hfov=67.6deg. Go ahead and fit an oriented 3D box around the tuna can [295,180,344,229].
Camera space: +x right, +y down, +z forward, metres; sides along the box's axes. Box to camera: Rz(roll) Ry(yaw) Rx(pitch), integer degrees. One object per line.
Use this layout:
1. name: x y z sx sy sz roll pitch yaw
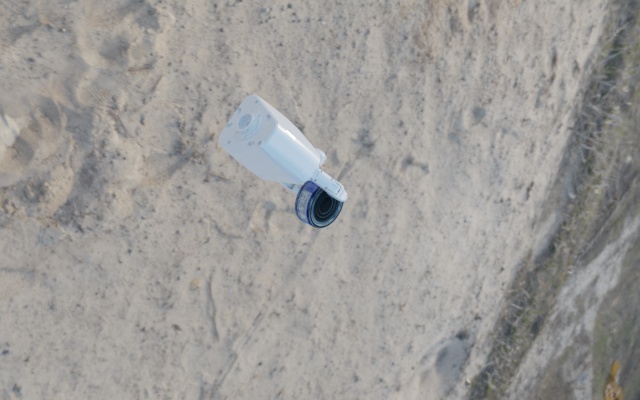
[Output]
1. tuna can: 0.001 0.003 0.794 0.033 0.086 0.086 27 17 39
